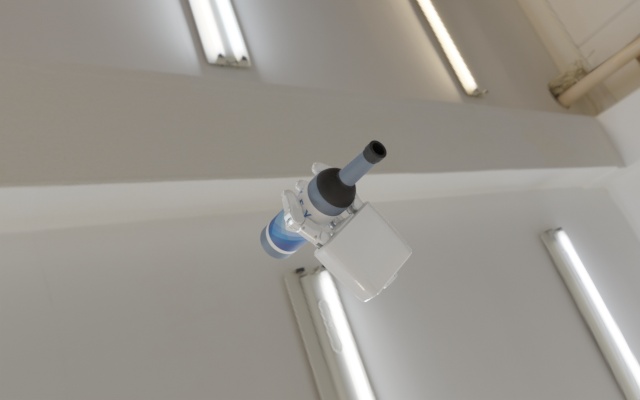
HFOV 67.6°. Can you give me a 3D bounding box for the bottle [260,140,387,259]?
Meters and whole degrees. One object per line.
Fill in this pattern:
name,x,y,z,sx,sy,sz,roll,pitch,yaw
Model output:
bottle,0.000,0.002,0.720,0.069,0.069,0.296,0,-28,-35
